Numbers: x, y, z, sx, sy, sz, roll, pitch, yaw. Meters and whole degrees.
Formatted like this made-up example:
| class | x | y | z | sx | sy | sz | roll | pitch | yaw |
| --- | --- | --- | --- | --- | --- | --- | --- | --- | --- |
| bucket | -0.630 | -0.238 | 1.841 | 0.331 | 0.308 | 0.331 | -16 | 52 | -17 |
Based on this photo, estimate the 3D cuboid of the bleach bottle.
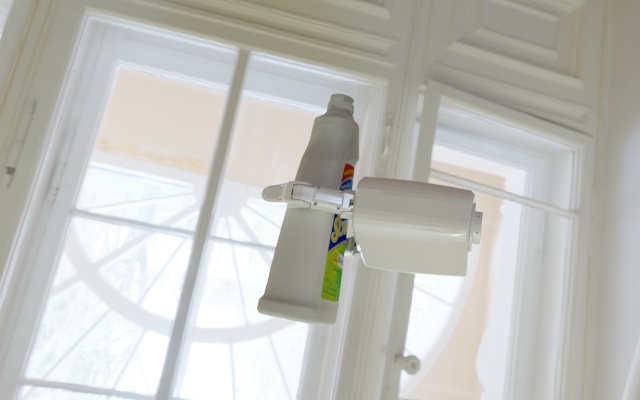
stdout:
| class | x | y | z | sx | sy | sz | roll | pitch | yaw |
| --- | --- | --- | --- | --- | --- | --- | --- | --- | --- |
| bleach bottle | 0.000 | 0.002 | 0.511 | 0.068 | 0.250 | 0.102 | 6 | -13 | 19 |
